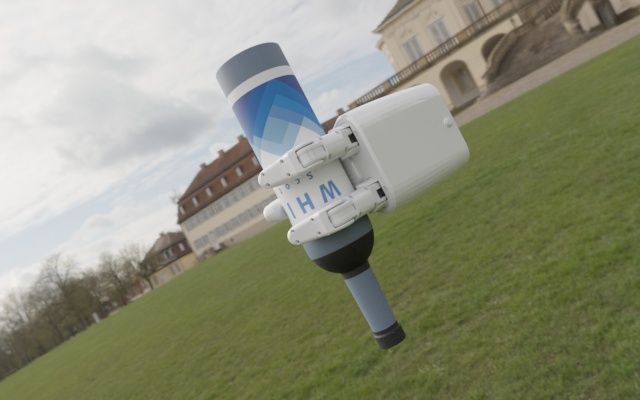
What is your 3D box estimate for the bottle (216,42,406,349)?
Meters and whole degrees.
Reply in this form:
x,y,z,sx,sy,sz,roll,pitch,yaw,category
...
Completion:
x,y,z,sx,sy,sz,roll,pitch,yaw,category
0.000,0.001,0.445,0.069,0.295,0.069,-27,0,0,bottle
